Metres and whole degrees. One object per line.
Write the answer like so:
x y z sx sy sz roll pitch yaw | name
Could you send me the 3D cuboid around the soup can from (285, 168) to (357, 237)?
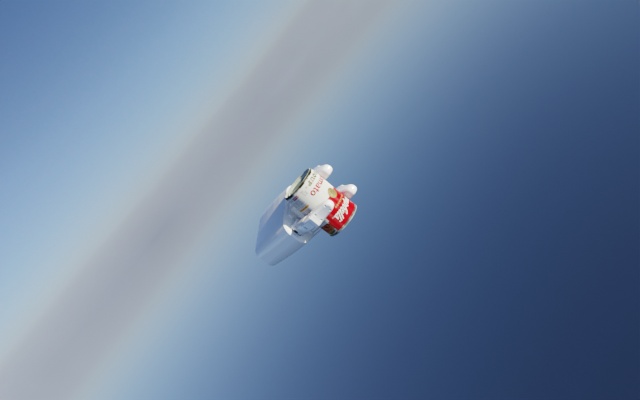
0.000 0.002 0.795 0.102 0.068 0.068 39 -10 -12 | soup can
